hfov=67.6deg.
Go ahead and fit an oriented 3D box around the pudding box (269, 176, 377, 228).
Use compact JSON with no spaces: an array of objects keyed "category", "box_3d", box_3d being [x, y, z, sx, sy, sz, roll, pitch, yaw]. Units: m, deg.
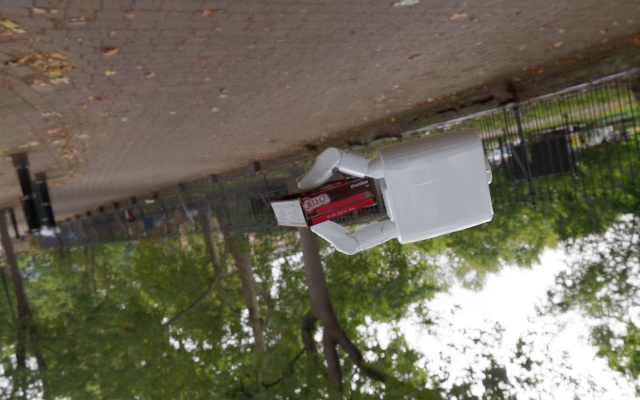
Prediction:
[{"category":"pudding box","box_3d":[0.000,0.002,0.561,0.090,0.039,0.113,-17,3,-22]}]
